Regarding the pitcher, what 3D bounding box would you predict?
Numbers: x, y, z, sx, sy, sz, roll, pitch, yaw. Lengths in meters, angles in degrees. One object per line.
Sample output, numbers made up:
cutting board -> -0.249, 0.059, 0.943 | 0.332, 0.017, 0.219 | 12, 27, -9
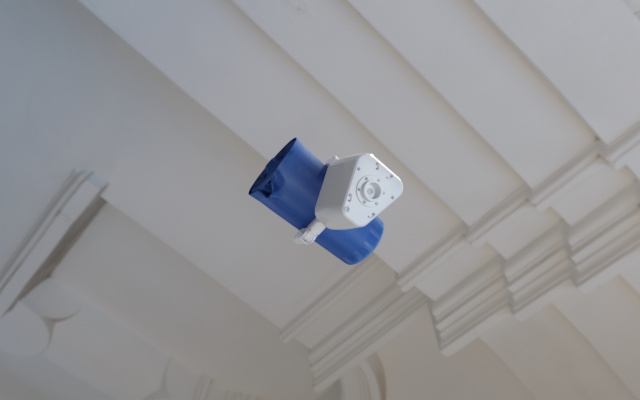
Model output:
pitcher -> 0.000, 0.003, 0.890 | 0.243, 0.149, 0.145 | 40, -18, -15
